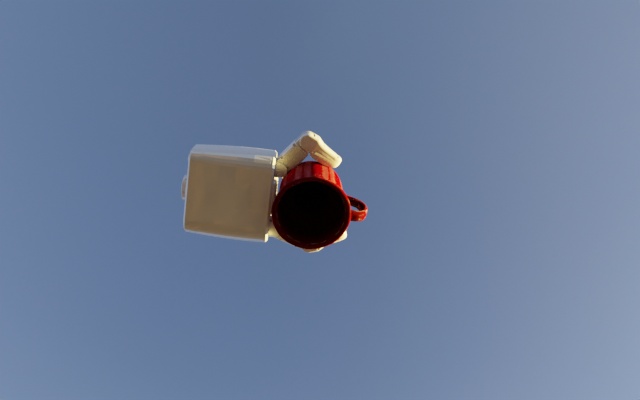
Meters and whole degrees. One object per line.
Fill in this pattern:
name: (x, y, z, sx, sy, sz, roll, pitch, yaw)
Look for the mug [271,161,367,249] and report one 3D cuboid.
mug: (0.002, 0.002, 0.591, 0.117, 0.093, 0.081, 7, 23, -5)
